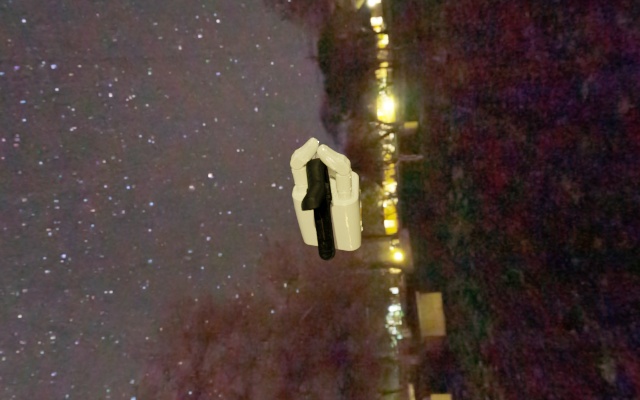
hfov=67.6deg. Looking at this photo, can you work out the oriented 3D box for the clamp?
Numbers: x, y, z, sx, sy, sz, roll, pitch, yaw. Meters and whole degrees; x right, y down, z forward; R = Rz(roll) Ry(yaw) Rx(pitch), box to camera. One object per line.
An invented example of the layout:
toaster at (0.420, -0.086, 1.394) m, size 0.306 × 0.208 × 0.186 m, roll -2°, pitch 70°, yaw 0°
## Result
clamp at (-0.001, 0.002, 0.717) m, size 0.039 × 0.120 × 0.171 m, roll -4°, pitch 36°, yaw 8°
